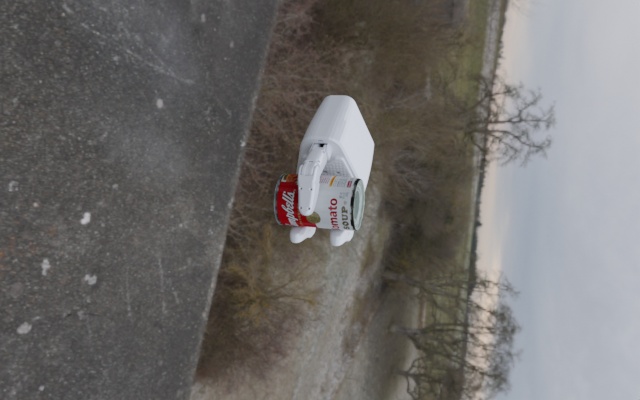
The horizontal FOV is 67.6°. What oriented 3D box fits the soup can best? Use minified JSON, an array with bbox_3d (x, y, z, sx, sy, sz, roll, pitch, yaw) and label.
[{"bbox_3d":[0.000,0.002,0.609,0.102,0.068,0.068,4,1,16],"label":"soup can"}]
